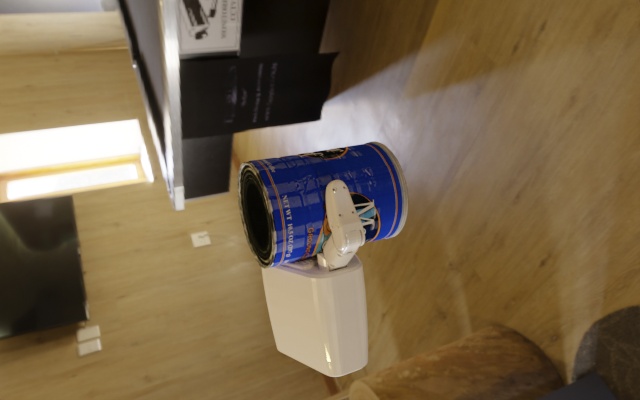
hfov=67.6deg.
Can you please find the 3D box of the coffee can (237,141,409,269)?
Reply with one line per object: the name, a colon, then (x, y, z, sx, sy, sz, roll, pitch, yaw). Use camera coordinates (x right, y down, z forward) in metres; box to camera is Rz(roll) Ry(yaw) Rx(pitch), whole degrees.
coffee can: (0.000, 0.001, 0.474, 0.140, 0.103, 0.103, -12, 4, -23)
